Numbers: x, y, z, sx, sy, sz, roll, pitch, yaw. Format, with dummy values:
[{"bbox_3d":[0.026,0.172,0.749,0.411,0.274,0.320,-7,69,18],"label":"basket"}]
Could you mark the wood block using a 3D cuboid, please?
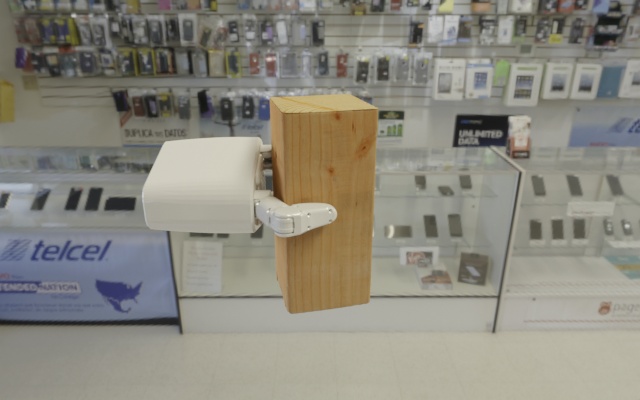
[{"bbox_3d":[0.000,0.002,0.497,0.090,0.206,0.090,-5,22,-12],"label":"wood block"}]
